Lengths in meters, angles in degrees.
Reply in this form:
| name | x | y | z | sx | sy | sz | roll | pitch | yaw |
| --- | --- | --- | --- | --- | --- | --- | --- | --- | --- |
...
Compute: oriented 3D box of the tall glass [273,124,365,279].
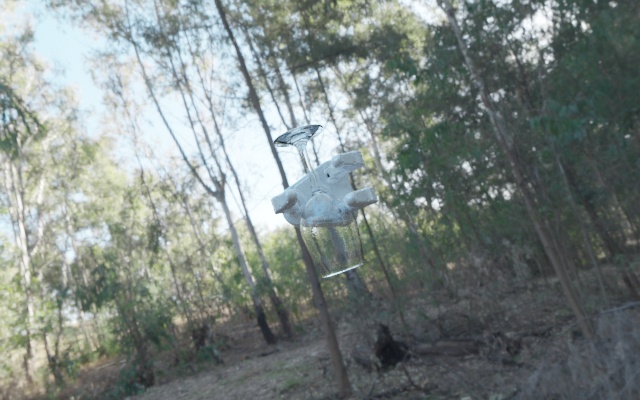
| name | x | y | z | sx | sy | sz | roll | pitch | yaw |
| --- | --- | --- | --- | --- | --- | --- | --- | --- | --- |
| tall glass | 0.000 | 0.002 | 0.657 | 0.079 | 0.201 | 0.079 | -18 | -8 | -3 |
